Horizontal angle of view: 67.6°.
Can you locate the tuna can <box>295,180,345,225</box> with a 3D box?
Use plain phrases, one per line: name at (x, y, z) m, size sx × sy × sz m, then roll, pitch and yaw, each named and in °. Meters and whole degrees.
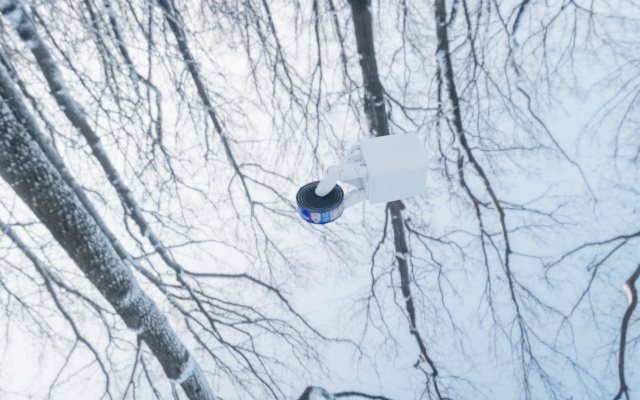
tuna can at (0.000, 0.003, 0.844) m, size 0.086 × 0.034 × 0.086 m, roll -4°, pitch 40°, yaw 3°
